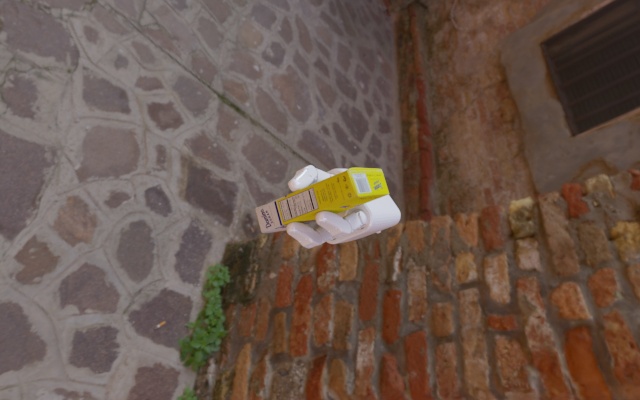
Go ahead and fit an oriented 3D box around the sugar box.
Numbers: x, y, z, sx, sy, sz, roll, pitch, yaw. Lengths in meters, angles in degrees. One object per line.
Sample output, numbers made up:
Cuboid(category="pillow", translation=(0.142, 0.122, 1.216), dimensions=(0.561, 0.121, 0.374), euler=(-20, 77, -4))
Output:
Cuboid(category="sugar box", translation=(0.000, 0.003, 0.694), dimensions=(0.176, 0.048, 0.093), euler=(-25, -12, 34))
